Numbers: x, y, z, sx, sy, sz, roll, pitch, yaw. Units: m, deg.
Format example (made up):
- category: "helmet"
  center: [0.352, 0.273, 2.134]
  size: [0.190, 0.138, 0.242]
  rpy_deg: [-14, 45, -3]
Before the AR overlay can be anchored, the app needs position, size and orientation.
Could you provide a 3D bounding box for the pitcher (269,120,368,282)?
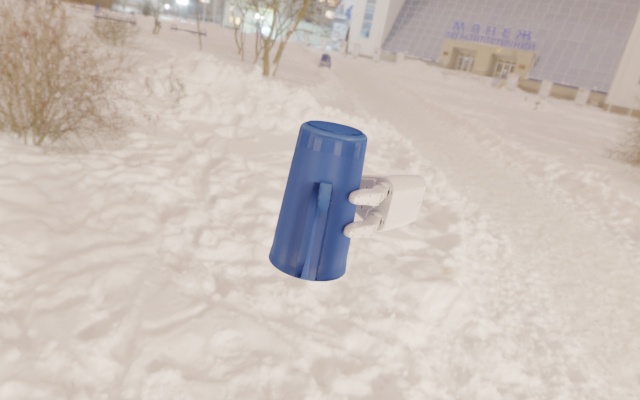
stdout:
- category: "pitcher"
  center: [0.000, 0.002, 0.768]
  size: [0.145, 0.243, 0.149]
  rpy_deg: [-7, 25, -44]
